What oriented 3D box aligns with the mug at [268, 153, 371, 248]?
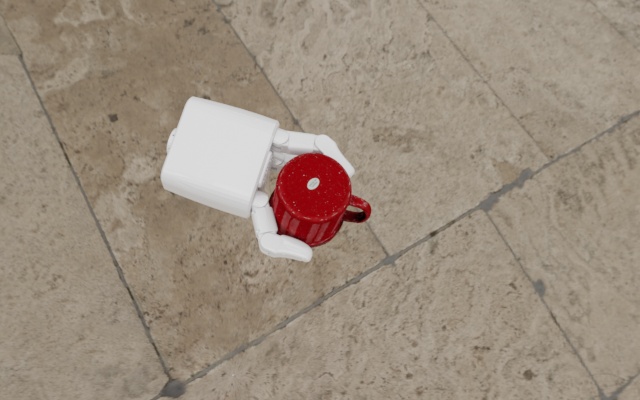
[{"bbox_3d":[0.001,0.002,0.537,0.117,0.093,0.081,16,-22,-2],"label":"mug"}]
